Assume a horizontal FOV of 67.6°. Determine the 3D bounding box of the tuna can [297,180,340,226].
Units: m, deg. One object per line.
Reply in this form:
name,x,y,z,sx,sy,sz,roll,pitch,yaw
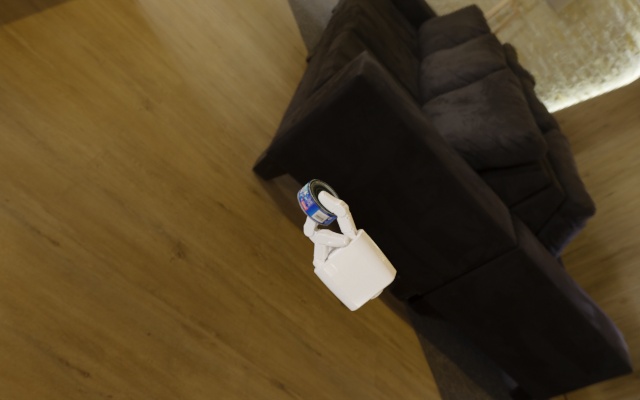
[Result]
tuna can,0.000,0.003,0.898,0.034,0.086,0.086,-42,-24,30
